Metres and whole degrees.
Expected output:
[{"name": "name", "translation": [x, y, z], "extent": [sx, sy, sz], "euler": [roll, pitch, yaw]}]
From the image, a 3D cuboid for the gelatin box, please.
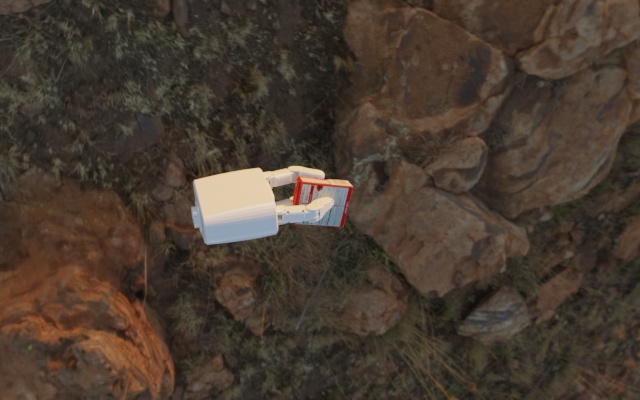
[{"name": "gelatin box", "translation": [0.001, 0.003, 0.759], "extent": [0.089, 0.073, 0.030], "euler": [4, 22, -19]}]
